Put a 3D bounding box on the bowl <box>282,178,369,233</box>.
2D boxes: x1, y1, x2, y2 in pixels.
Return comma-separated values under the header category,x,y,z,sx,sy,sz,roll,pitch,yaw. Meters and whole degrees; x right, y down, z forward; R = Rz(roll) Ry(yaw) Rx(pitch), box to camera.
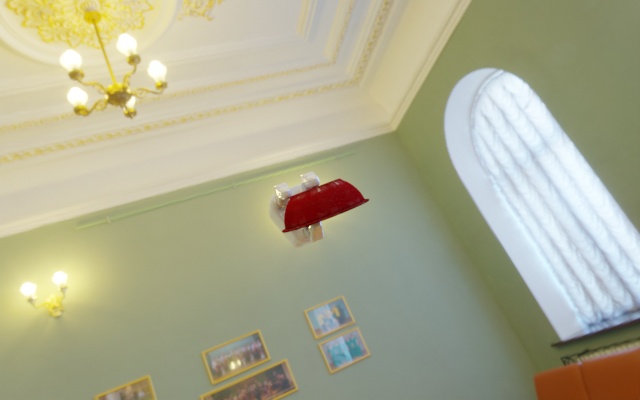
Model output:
category,x,y,z,sx,sy,sz,roll,pitch,yaw
bowl,0.001,0.002,0.825,0.162,0.055,0.162,-20,2,1
